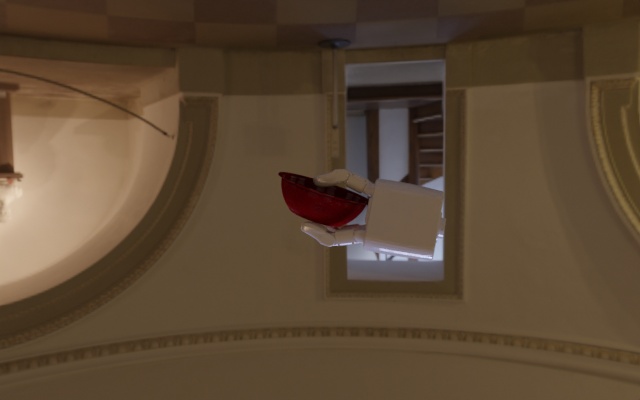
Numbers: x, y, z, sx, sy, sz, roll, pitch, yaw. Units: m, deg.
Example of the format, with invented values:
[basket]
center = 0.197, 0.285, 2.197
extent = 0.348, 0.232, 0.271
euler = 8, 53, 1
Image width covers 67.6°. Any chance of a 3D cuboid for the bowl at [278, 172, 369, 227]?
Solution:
[bowl]
center = -0.001, 0.003, 0.790
extent = 0.162, 0.055, 0.162
euler = 18, 8, -3
